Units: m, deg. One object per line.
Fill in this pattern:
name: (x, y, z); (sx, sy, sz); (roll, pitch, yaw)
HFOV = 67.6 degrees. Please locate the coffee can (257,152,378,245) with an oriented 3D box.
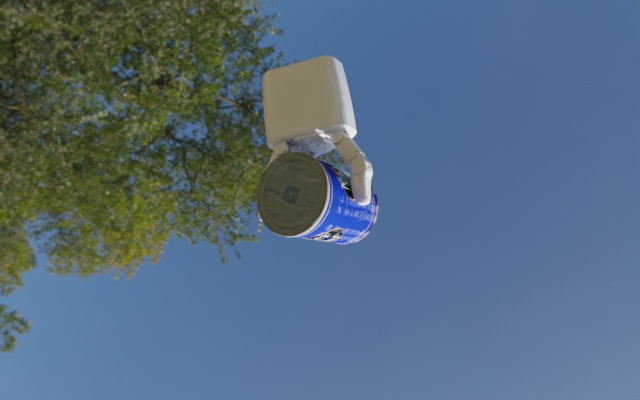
coffee can: (0.000, 0.002, 0.624); (0.103, 0.103, 0.140); (0, -8, 32)
